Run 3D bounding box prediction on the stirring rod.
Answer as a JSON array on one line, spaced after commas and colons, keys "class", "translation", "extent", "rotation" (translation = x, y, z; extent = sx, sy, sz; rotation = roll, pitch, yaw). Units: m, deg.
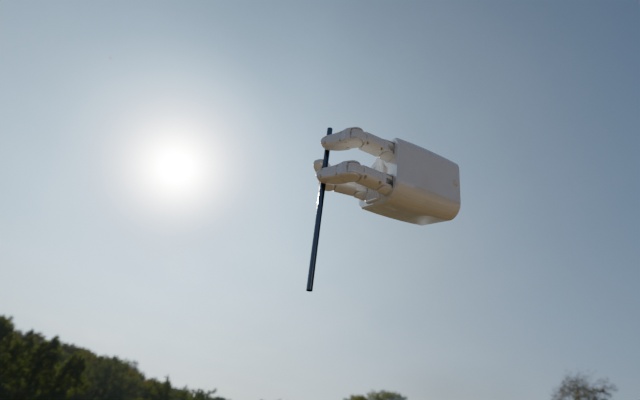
[{"class": "stirring rod", "translation": [0.000, 0.002, 0.618], "extent": [0.011, 0.239, 0.011], "rotation": [5, -30, 3]}]
